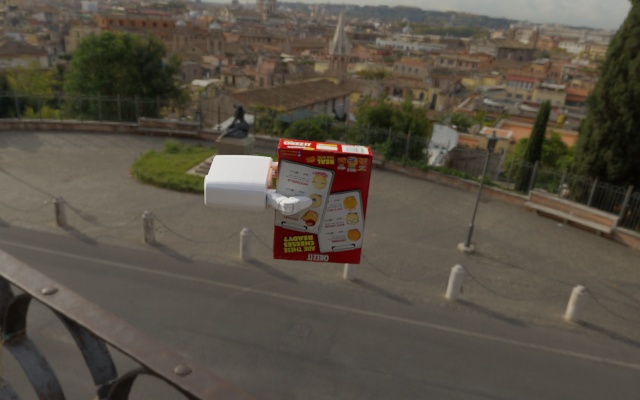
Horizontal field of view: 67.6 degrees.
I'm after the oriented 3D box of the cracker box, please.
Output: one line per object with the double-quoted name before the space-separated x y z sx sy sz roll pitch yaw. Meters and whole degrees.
"cracker box" 0.000 0.003 0.868 0.164 0.214 0.072 4 22 -2
